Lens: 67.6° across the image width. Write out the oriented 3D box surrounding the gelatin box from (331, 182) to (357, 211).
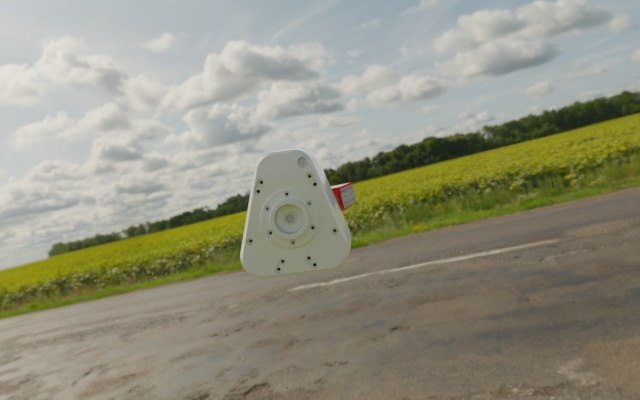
[{"bbox_3d":[0.000,0.001,0.586,0.073,0.030,0.089,-12,4,14],"label":"gelatin box"}]
